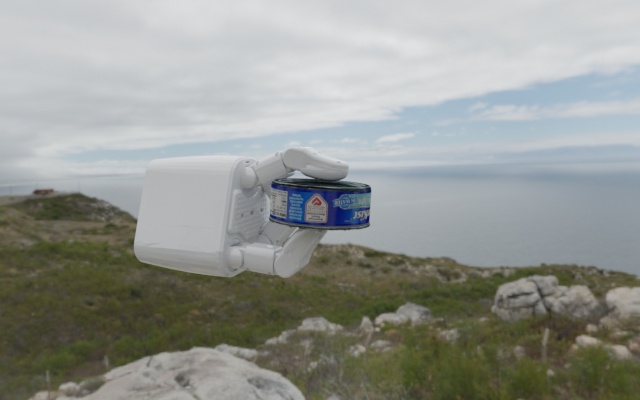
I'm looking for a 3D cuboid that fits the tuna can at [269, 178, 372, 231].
[{"bbox_3d":[0.000,0.001,0.402,0.086,0.034,0.086,3,6,0],"label":"tuna can"}]
